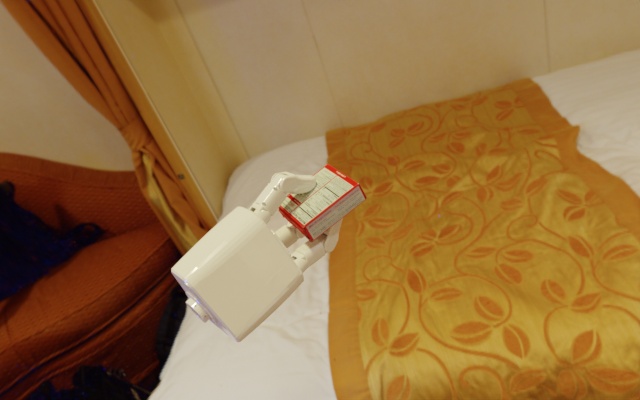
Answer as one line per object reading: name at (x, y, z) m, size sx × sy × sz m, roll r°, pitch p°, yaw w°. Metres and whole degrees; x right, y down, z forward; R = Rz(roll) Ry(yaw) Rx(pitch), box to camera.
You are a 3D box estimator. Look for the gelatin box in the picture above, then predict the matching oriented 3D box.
gelatin box at (0.000, 0.001, 0.589) m, size 0.089 × 0.030 × 0.073 m, roll -39°, pitch 37°, yaw -11°
